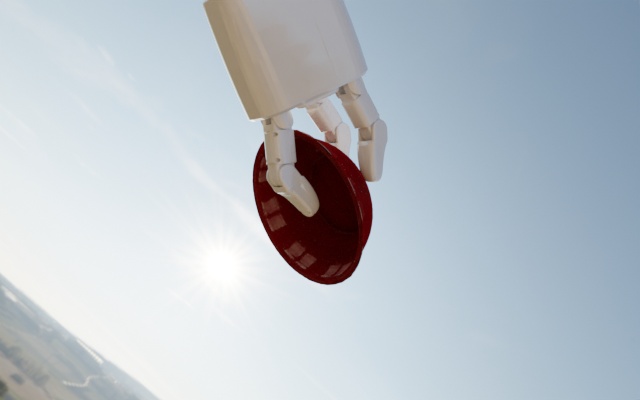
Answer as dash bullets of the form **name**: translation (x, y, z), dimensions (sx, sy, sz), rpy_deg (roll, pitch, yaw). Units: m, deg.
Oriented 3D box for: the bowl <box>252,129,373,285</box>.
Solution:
- **bowl**: translation (0.000, 0.003, 0.487), dimensions (0.055, 0.162, 0.162), rpy_deg (-23, 15, -38)
